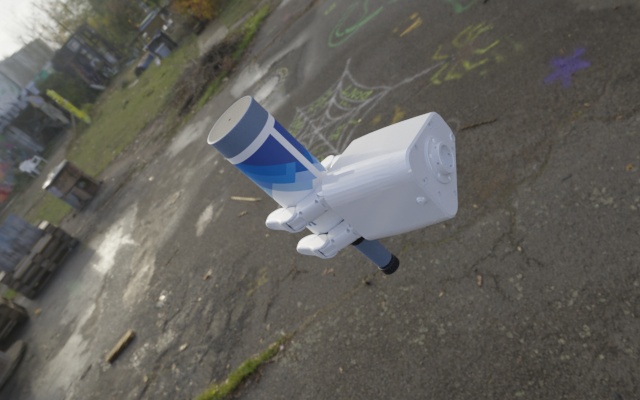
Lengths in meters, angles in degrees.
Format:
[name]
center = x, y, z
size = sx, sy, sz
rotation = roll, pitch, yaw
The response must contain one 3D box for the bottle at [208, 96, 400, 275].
[bottle]
center = 0.000, 0.002, 0.568
size = 0.296, 0.069, 0.069
rotation = 42, -24, -29
